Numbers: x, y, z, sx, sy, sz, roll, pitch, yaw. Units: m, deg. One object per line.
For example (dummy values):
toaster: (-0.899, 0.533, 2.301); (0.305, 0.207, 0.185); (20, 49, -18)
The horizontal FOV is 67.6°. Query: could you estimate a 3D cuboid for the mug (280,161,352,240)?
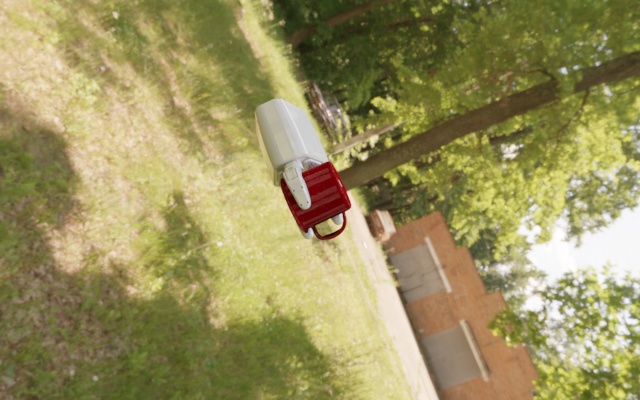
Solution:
mug: (0.001, 0.004, 0.726); (0.081, 0.117, 0.093); (-25, -14, 7)
